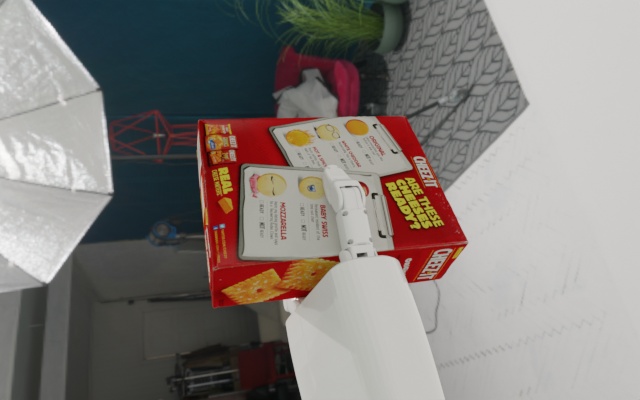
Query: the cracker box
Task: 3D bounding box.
[{"bbox_3d":[0.000,0.001,0.443,0.213,0.164,0.072,-4,-38,-16],"label":"cracker box"}]
